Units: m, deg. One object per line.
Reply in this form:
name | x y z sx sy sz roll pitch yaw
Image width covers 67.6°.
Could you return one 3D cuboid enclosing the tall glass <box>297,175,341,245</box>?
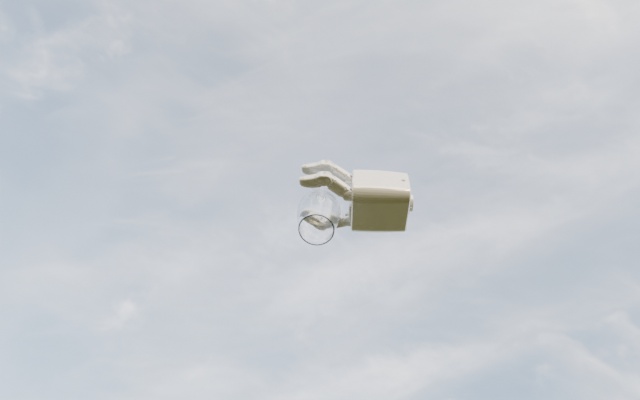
tall glass | 0.000 0.003 0.891 0.079 0.079 0.201 0 29 5
